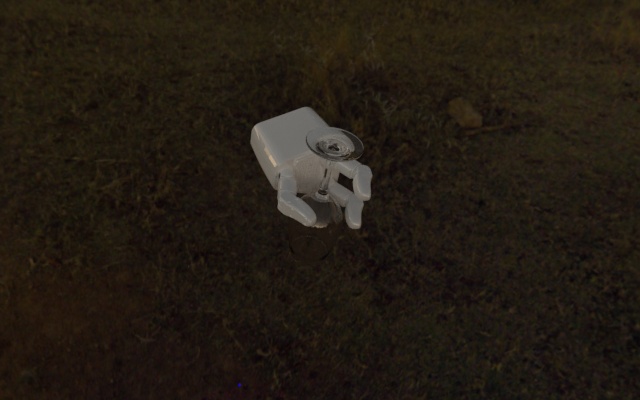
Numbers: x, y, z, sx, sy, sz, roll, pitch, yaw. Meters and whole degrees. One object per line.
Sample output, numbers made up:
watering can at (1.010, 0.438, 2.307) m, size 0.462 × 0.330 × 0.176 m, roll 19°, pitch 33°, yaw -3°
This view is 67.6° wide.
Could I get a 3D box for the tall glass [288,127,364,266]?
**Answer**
tall glass at (0.000, 0.002, 0.662) m, size 0.079 × 0.201 × 0.079 m, roll 8°, pitch 40°, yaw -7°
